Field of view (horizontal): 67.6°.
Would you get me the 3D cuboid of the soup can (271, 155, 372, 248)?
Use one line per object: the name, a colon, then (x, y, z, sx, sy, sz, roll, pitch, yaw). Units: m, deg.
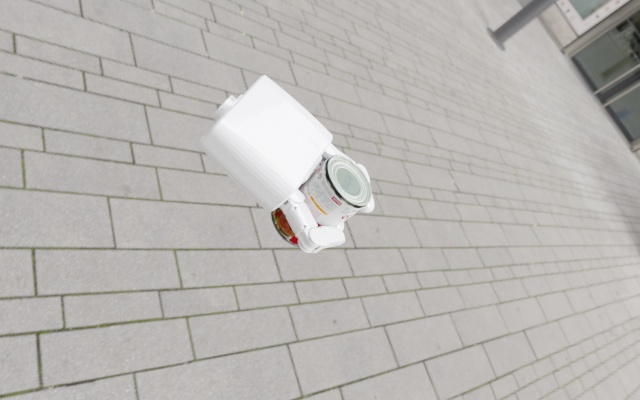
soup can: (0.001, 0.002, 0.546, 0.068, 0.068, 0.102, 0, -29, -47)
